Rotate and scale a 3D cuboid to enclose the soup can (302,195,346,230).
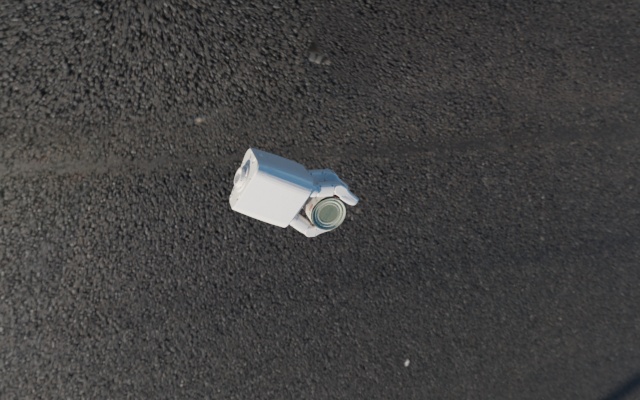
[{"bbox_3d":[0.001,0.003,0.889,0.068,0.068,0.102,0,25,-20],"label":"soup can"}]
